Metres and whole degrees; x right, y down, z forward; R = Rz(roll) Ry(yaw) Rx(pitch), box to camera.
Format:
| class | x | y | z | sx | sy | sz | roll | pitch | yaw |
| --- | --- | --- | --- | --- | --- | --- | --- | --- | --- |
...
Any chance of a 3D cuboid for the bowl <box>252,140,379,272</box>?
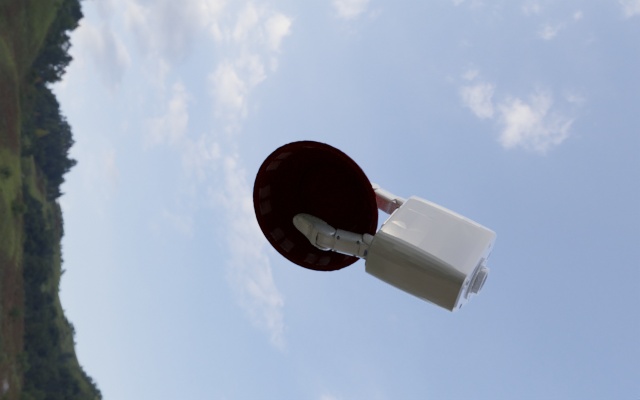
| class | x | y | z | sx | sy | sz | roll | pitch | yaw |
| --- | --- | --- | --- | --- | --- | --- | --- | --- | --- |
| bowl | -0.001 | 0.001 | 0.579 | 0.162 | 0.162 | 0.055 | 0 | 18 | 24 |
